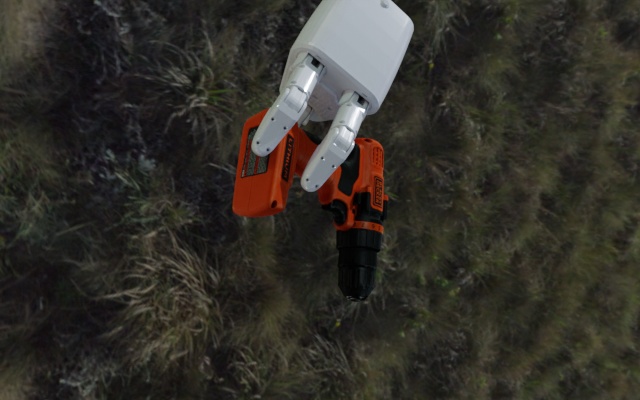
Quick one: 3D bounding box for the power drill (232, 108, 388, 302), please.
[{"bbox_3d":[0.000,0.001,0.485,0.057,0.184,0.188,-10,-22,38],"label":"power drill"}]
